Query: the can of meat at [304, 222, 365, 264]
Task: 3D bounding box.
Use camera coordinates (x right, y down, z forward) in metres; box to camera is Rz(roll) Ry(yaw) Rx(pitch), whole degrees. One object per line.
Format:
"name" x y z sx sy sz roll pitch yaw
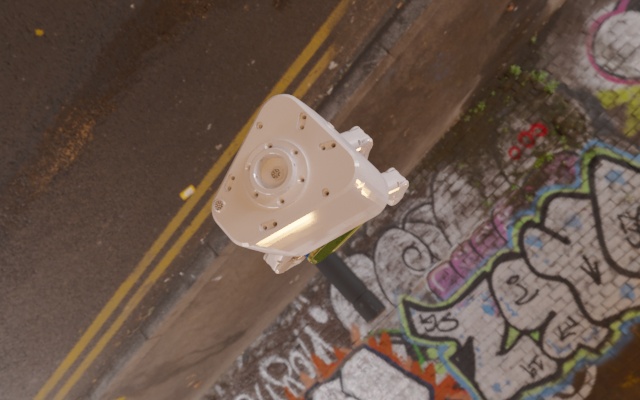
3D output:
"can of meat" 0.000 0.002 0.483 0.084 0.102 0.057 46 3 18
